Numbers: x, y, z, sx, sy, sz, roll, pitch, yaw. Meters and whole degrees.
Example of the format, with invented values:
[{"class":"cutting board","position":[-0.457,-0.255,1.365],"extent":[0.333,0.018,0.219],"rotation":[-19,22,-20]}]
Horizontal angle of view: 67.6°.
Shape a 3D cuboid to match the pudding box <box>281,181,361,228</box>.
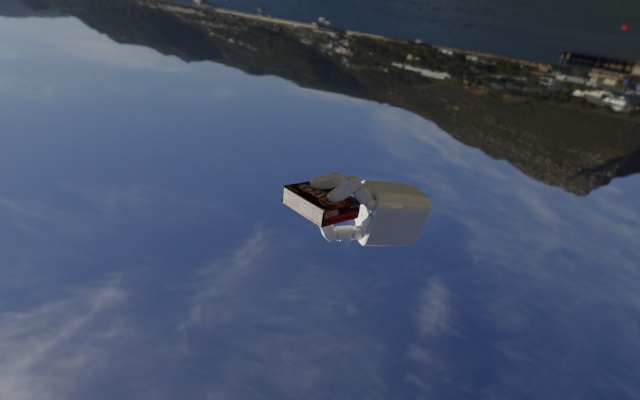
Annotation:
[{"class":"pudding box","position":[0.000,0.003,0.834],"extent":[0.090,0.039,0.113],"rotation":[-11,28,-42]}]
